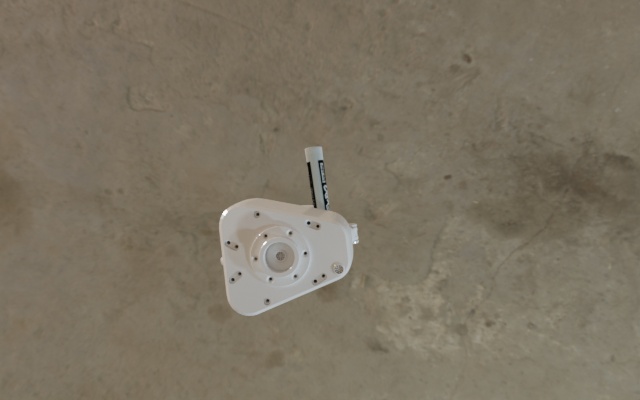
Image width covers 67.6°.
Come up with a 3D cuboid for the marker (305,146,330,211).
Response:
[{"bbox_3d":[0.000,0.002,0.525,0.020,0.121,0.020,-8,0,0],"label":"marker"}]
